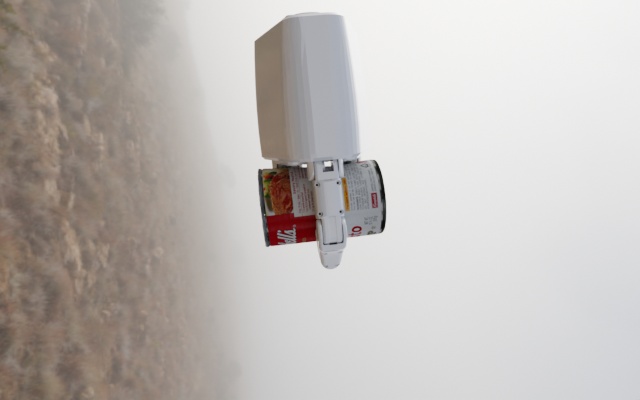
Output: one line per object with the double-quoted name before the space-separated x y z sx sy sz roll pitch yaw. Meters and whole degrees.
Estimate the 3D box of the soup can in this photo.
"soup can" 0.000 0.002 0.415 0.102 0.068 0.068 -6 0 -5
